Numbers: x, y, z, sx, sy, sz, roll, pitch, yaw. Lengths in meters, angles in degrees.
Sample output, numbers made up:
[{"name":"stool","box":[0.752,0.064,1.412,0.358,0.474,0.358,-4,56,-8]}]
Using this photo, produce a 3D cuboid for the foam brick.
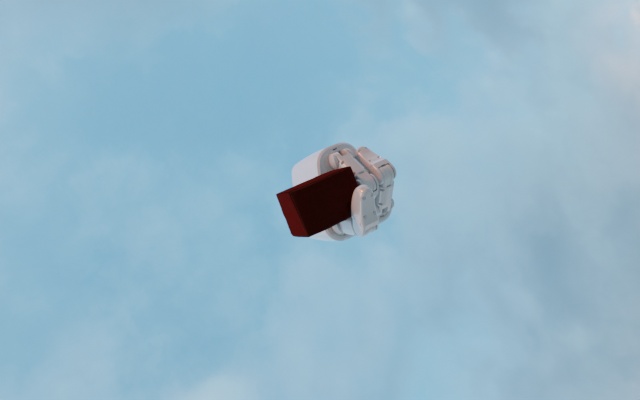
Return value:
[{"name":"foam brick","box":[0.000,0.002,0.522,0.078,0.053,0.051,-24,7,-23]}]
